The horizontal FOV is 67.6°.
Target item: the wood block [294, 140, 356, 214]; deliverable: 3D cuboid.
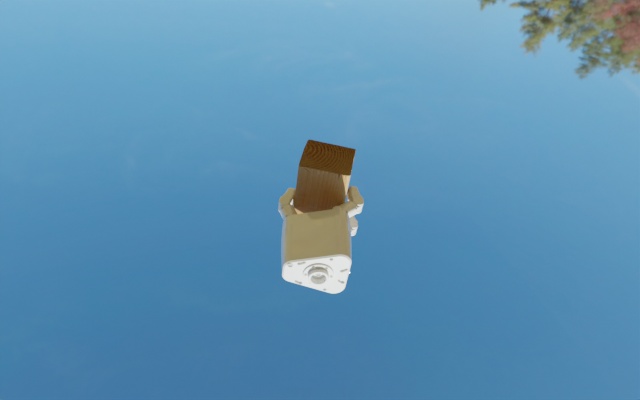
[{"bbox_3d":[0.000,0.003,0.888,0.091,0.206,0.090,12,39,2],"label":"wood block"}]
